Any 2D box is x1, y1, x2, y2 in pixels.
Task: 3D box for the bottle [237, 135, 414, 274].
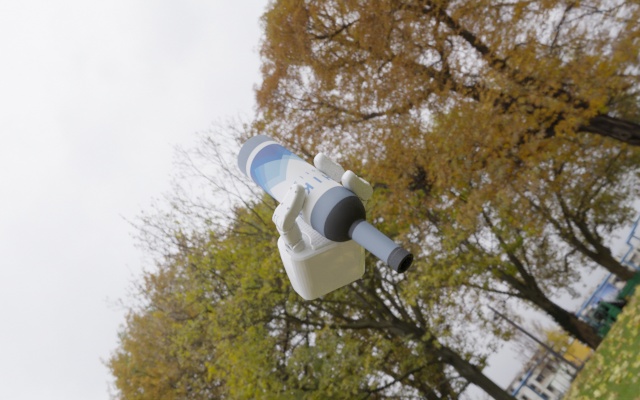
[{"bbox_3d":[0.000,0.002,0.624,0.069,0.069,0.295,0,28,-48],"label":"bottle"}]
